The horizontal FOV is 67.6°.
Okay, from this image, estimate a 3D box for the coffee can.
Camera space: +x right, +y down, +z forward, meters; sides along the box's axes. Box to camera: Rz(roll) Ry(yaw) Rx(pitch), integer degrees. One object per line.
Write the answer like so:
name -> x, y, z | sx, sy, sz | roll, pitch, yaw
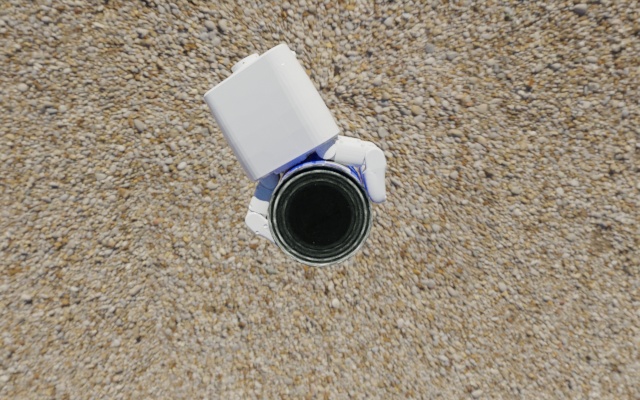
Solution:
coffee can -> 0.000, 0.002, 0.527 | 0.103, 0.103, 0.140 | 0, 12, 0
